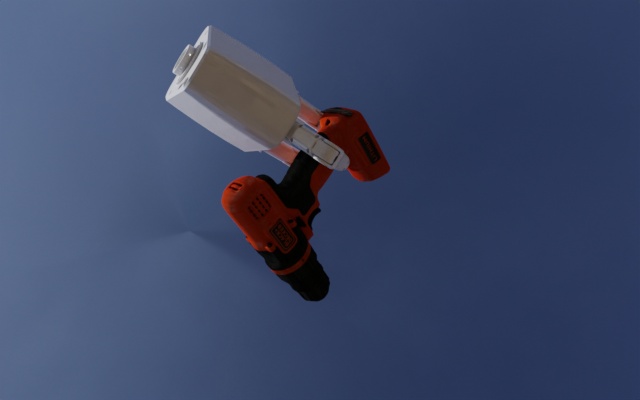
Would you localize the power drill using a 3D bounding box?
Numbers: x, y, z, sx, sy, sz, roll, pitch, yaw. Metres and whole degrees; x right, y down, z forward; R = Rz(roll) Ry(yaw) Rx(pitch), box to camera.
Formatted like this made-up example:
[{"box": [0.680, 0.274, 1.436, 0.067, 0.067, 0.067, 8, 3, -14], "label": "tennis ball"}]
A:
[{"box": [0.000, 0.001, 0.541, 0.057, 0.187, 0.184, 15, -33, 46], "label": "power drill"}]
